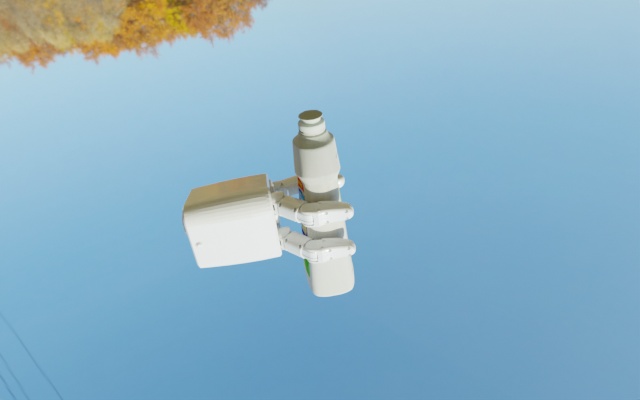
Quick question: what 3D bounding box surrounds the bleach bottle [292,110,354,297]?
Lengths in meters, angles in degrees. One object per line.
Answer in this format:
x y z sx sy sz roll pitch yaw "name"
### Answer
0.000 0.002 0.616 0.068 0.251 0.102 -10 34 -4 "bleach bottle"
